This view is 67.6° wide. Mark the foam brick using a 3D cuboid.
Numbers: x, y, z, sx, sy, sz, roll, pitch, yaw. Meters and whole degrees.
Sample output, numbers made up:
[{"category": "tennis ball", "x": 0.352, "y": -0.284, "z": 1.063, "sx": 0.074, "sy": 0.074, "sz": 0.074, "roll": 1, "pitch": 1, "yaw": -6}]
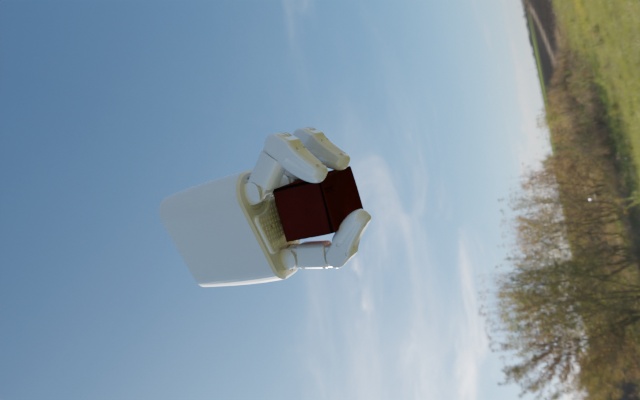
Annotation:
[{"category": "foam brick", "x": 0.000, "y": 0.002, "z": 0.461, "sx": 0.051, "sy": 0.053, "sz": 0.078, "roll": -13, "pitch": 5, "yaw": 28}]
